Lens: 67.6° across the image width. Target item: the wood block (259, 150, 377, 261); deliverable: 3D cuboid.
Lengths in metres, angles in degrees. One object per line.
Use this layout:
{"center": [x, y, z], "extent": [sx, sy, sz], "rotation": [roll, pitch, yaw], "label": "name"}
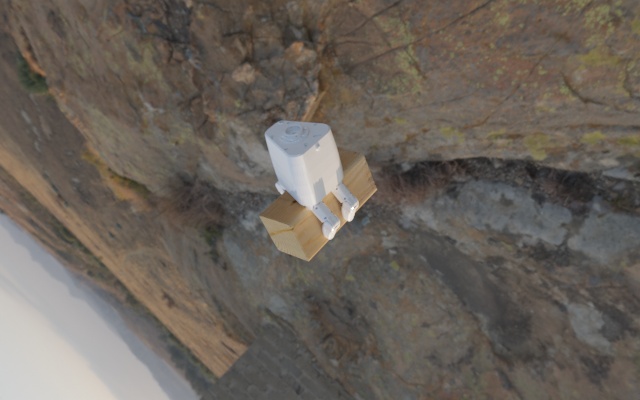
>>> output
{"center": [0.000, 0.003, 0.888], "extent": [0.091, 0.090, 0.206], "rotation": [14, 49, 46], "label": "wood block"}
